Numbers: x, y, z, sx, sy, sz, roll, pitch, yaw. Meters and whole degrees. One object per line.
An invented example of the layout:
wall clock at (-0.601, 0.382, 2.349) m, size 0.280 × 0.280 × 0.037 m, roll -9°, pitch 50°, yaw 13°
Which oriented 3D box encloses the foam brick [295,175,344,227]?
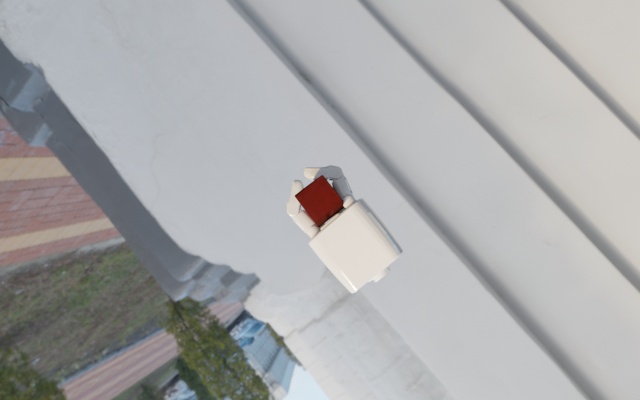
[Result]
foam brick at (0.000, 0.002, 0.719) m, size 0.053 × 0.051 × 0.078 m, roll -38°, pitch -8°, yaw -1°
